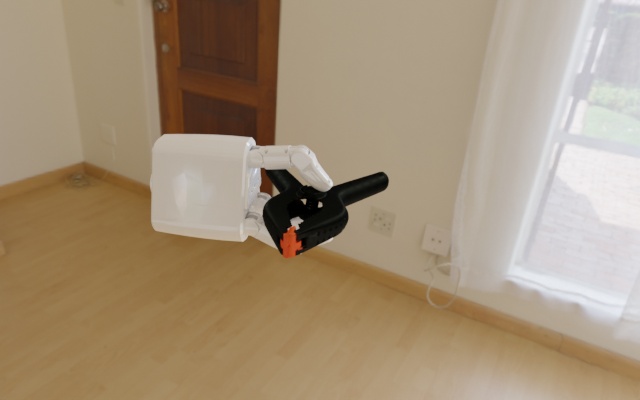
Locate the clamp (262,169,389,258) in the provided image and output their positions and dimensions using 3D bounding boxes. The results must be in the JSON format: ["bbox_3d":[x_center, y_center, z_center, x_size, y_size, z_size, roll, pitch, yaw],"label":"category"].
[{"bbox_3d":[0.000,0.001,0.554,0.164,0.036,0.210,3,25,4],"label":"clamp"}]
